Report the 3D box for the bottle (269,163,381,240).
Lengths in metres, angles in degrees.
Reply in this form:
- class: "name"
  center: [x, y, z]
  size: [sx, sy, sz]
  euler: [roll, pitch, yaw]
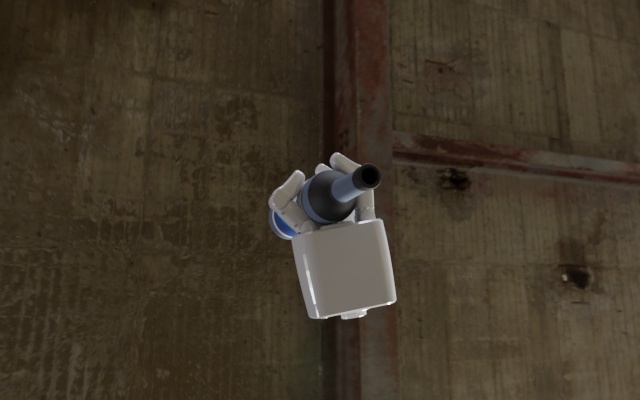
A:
- class: "bottle"
  center: [0.000, 0.002, 0.626]
  size: [0.069, 0.069, 0.296]
  euler: [0, -11, -20]
